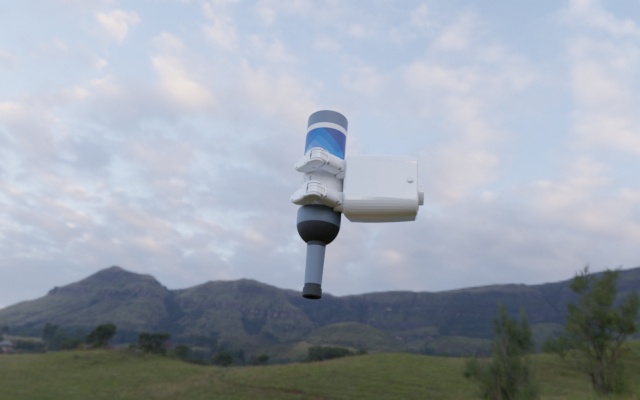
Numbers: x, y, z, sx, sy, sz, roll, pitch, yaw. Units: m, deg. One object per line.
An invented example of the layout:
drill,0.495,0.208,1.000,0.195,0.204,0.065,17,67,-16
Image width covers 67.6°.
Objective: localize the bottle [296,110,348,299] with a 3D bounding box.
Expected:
bottle,0.000,0.002,0.729,0.069,0.295,0.069,4,-25,2
